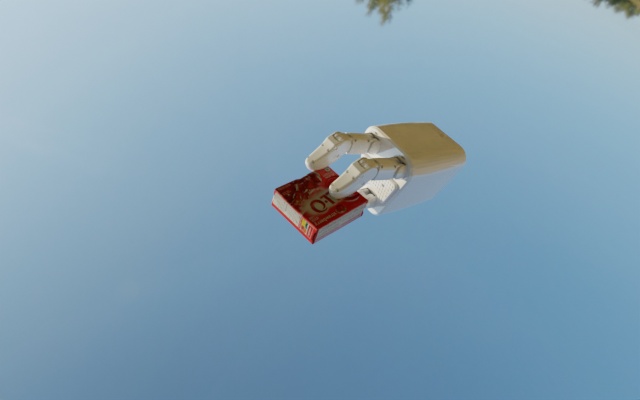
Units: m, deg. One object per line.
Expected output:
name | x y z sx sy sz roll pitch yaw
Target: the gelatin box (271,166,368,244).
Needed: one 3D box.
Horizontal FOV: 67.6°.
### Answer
gelatin box | 0.000 0.002 0.557 0.089 0.030 0.073 -27 59 -37
